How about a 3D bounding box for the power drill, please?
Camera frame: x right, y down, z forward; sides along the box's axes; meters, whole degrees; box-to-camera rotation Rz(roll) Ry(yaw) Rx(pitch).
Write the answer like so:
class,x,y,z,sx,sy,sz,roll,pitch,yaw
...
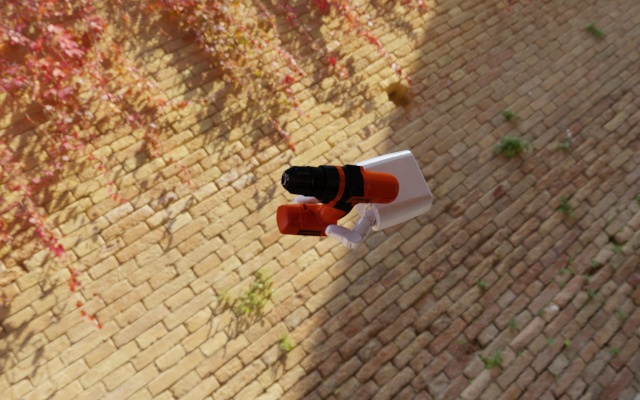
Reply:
class,x,y,z,sx,sy,sz,roll,pitch,yaw
power drill,0.000,0.003,0.733,0.184,0.057,0.188,6,-22,-27
